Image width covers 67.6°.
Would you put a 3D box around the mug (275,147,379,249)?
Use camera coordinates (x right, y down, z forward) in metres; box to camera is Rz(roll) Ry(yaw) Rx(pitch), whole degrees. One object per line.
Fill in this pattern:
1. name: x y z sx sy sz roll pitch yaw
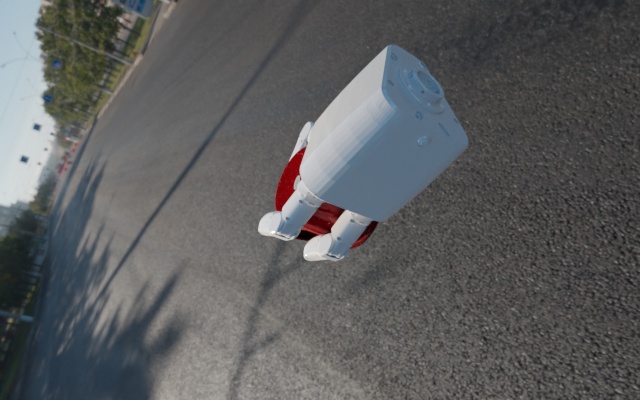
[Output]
1. mug: -0.001 0.002 0.498 0.081 0.093 0.117 22 -48 -28
